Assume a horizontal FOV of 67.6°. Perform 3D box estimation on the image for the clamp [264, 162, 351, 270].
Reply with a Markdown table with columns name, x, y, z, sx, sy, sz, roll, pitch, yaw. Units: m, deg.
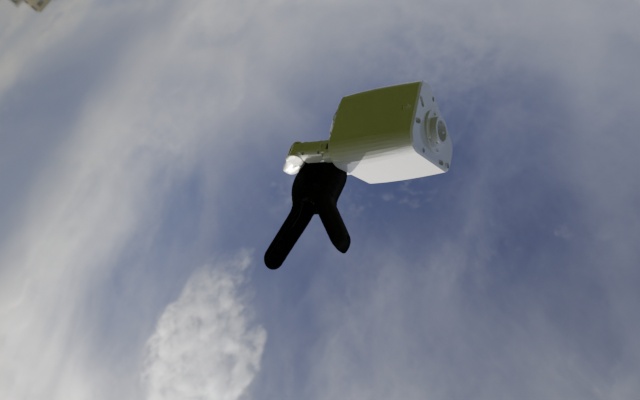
| name | x | y | z | sx | sy | sz | roll | pitch | yaw |
| --- | --- | --- | --- | --- | --- | --- | --- | --- | --- |
| clamp | 0.000 | 0.002 | 0.570 | 0.120 | 0.171 | 0.039 | -5 | -33 | 37 |
